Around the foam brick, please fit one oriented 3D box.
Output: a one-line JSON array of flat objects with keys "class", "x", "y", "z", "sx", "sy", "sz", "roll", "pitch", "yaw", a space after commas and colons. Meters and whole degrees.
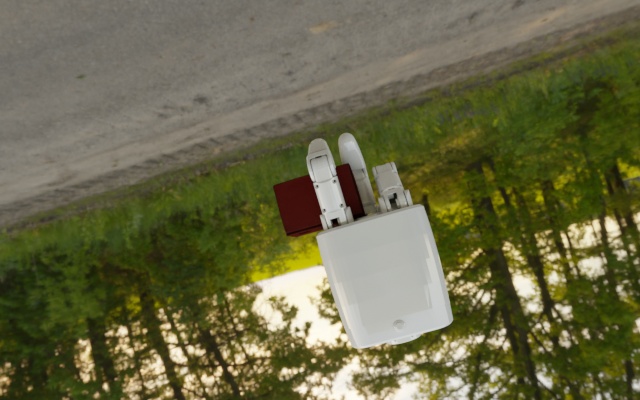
[{"class": "foam brick", "x": 0.000, "y": 0.002, "z": 0.466, "sx": 0.078, "sy": 0.051, "sz": 0.053, "roll": -16, "pitch": -6, "yaw": 6}]
